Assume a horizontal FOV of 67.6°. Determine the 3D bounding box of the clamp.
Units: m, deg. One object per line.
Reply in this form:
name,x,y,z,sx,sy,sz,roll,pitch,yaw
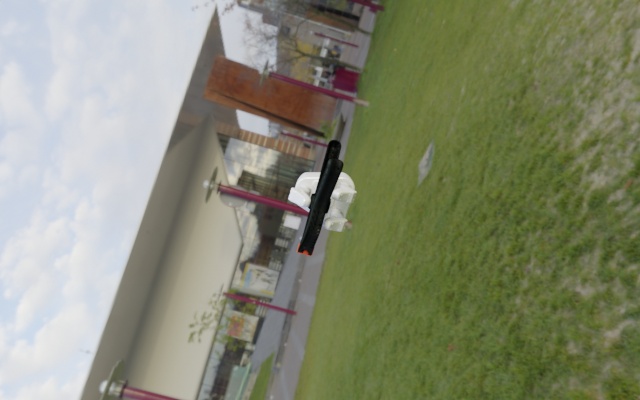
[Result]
clamp,-0.001,0.003,0.824,0.036,0.210,0.164,16,11,-3
